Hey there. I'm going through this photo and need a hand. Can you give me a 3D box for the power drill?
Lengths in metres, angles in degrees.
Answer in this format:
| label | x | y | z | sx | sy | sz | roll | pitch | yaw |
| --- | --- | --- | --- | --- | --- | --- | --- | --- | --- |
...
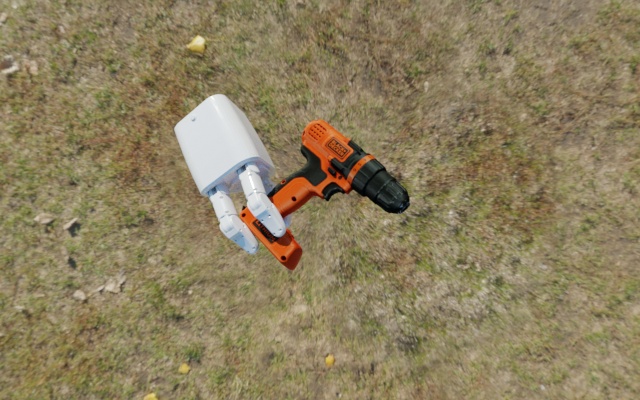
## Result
| label | x | y | z | sx | sy | sz | roll | pitch | yaw |
| --- | --- | --- | --- | --- | --- | --- | --- | --- | --- |
| power drill | 0.000 | 0.002 | 0.642 | 0.184 | 0.187 | 0.057 | 42 | -6 | 25 |
